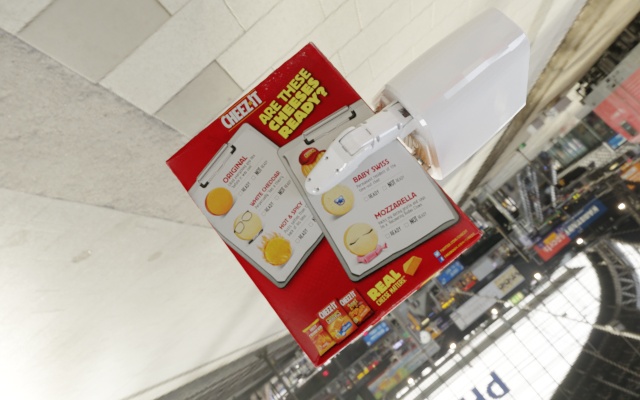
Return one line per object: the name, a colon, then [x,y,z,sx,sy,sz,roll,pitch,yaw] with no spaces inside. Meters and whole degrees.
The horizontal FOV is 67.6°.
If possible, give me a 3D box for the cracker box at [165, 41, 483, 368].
cracker box: [0.000,0.001,0.410,0.164,0.213,0.072,-39,-14,0]
